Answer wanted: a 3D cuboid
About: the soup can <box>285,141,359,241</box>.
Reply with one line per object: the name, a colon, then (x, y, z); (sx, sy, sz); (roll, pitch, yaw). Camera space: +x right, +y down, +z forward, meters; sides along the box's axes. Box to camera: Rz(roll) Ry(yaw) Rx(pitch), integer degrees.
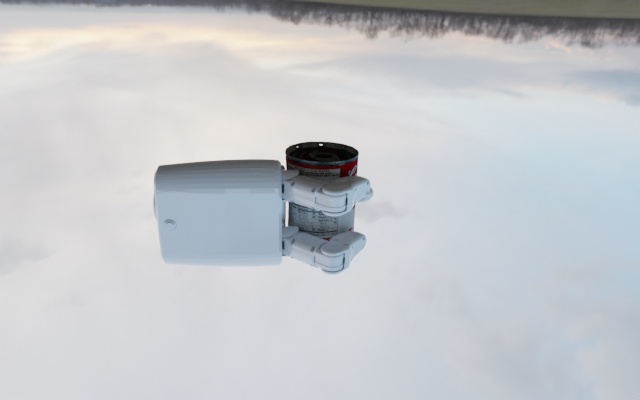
soup can: (0.001, 0.002, 0.457); (0.068, 0.102, 0.068); (1, 22, -1)
